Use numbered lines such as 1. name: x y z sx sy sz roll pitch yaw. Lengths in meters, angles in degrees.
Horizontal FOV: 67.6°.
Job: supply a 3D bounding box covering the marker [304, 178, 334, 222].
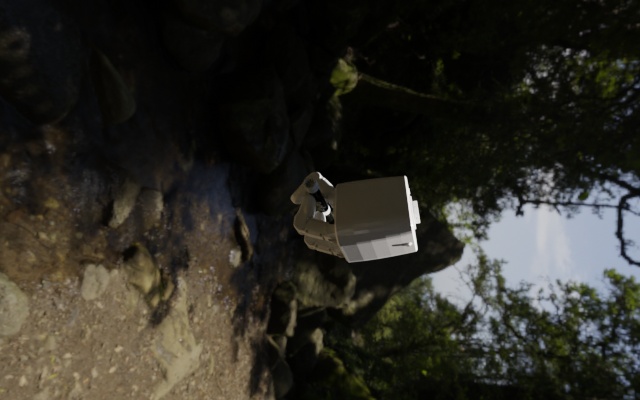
1. marker: 0.000 0.002 0.735 0.020 0.020 0.121 0 -27 16
